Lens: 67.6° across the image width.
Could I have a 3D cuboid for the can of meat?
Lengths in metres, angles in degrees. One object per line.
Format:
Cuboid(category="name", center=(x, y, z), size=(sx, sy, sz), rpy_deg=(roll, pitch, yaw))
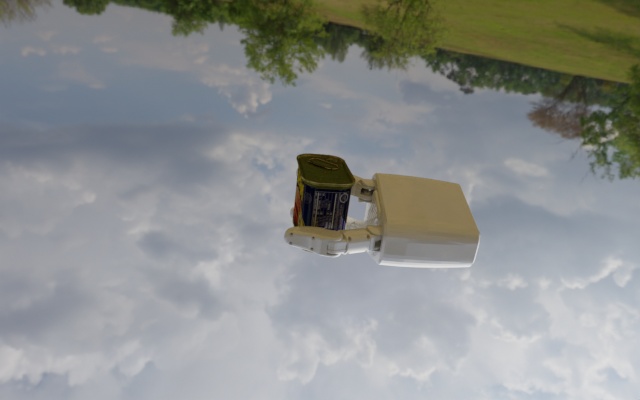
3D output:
Cuboid(category="can of meat", center=(0.000, 0.002, 0.540), size=(0.057, 0.084, 0.102), rpy_deg=(3, 22, -9))
